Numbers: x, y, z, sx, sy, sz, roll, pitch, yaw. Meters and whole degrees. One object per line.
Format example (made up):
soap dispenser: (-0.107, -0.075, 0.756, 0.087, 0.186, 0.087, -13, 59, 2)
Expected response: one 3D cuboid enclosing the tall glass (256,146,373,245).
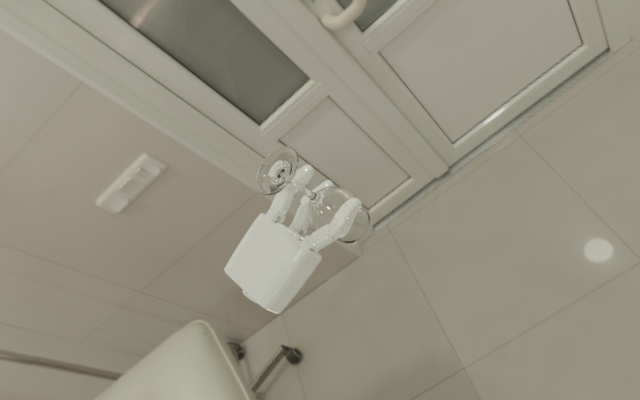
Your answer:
tall glass: (0.000, 0.002, 0.705, 0.079, 0.079, 0.201, 0, -25, 41)
